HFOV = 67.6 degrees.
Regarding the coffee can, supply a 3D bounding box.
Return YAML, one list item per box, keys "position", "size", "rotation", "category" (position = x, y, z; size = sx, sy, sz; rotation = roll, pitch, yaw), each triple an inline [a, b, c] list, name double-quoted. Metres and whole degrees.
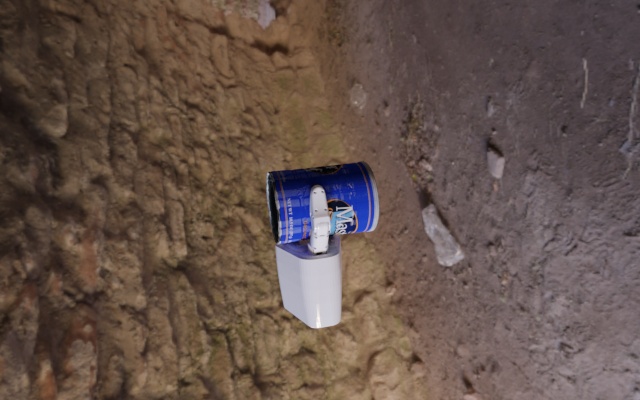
- position: [0.000, 0.002, 0.680]
  size: [0.140, 0.103, 0.103]
  rotation: [-7, 1, -13]
  category: "coffee can"
